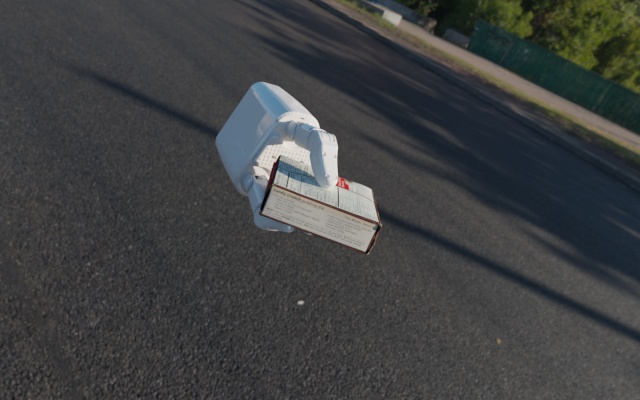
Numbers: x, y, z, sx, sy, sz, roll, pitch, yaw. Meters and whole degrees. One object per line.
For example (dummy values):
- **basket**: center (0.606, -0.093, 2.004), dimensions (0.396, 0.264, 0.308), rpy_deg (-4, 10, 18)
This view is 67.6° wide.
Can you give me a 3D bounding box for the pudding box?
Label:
- **pudding box**: center (0.000, 0.001, 0.476), dimensions (0.113, 0.039, 0.090), rpy_deg (19, 22, -7)
